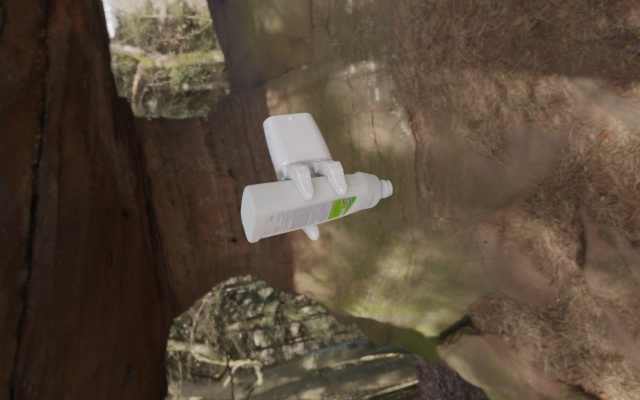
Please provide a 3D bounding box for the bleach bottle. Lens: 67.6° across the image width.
[{"bbox_3d":[0.000,0.003,0.791,0.251,0.068,0.103,-9,-30,-20],"label":"bleach bottle"}]
